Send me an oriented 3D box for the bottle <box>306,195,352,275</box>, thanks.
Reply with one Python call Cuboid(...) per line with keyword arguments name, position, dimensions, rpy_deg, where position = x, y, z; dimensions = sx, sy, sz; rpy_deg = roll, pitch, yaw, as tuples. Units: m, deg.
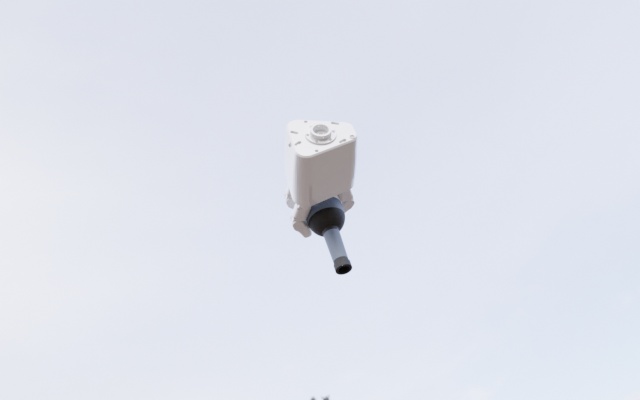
Cuboid(name="bottle", position=(0.000, 0.003, 0.835), dimensions=(0.069, 0.295, 0.069), rpy_deg=(-11, -42, -10))
